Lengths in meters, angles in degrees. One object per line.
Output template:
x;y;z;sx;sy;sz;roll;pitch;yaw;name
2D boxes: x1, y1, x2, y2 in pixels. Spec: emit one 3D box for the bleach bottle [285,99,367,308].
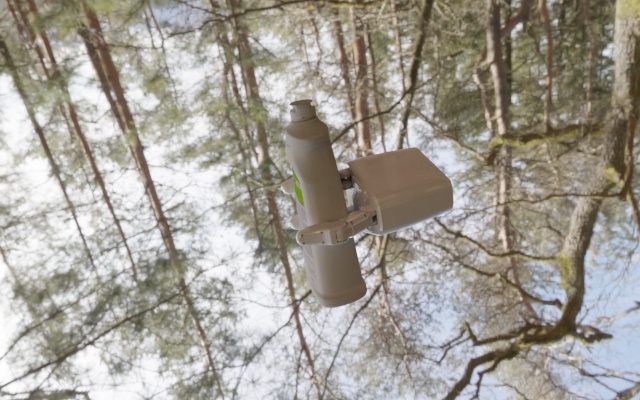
0.000;0.002;0.597;0.068;0.251;0.102;-16;23;-14;bleach bottle
